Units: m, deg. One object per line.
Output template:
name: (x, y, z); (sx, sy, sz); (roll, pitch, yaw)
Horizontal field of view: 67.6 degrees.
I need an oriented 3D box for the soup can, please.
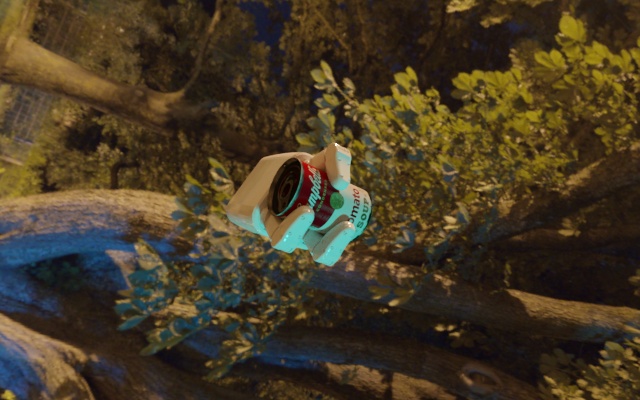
soup can: (0.001, 0.002, 0.543); (0.102, 0.068, 0.068); (23, -12, -30)
